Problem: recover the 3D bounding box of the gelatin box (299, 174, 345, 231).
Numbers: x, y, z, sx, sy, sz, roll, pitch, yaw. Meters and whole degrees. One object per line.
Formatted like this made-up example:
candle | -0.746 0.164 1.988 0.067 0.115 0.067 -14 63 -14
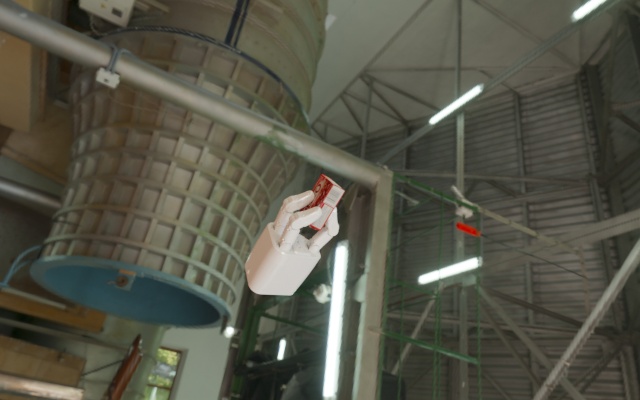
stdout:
gelatin box | 0.001 0.003 0.884 0.030 0.089 0.073 28 8 -24
